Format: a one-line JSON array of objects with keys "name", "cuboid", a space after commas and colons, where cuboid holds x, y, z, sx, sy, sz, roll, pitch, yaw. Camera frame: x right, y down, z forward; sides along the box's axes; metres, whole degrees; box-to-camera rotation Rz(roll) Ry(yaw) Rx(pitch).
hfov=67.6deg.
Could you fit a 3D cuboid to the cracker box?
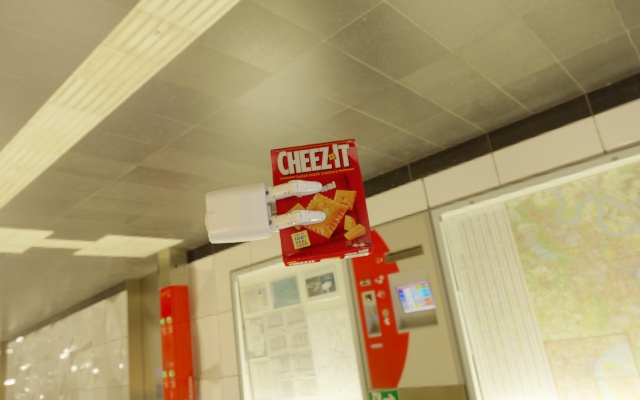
[{"name": "cracker box", "cuboid": [0.000, 0.003, 0.880, 0.164, 0.213, 0.072, -8, -16, -2]}]
